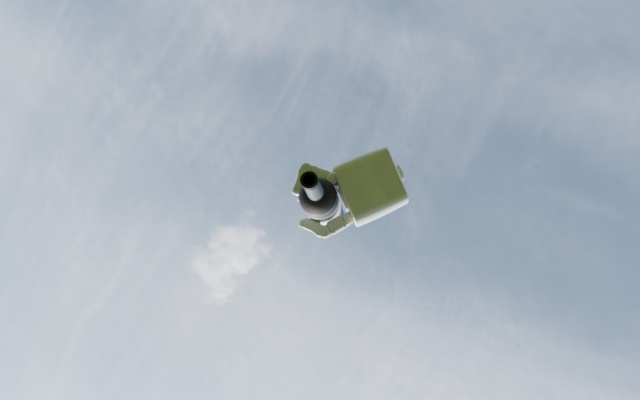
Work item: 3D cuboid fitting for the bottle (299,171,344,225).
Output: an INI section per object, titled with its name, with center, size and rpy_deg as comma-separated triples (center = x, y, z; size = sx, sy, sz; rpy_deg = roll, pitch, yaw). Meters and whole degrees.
[bottle]
center = 0.000, 0.003, 0.851
size = 0.069, 0.069, 0.296
rpy_deg = 0, -13, 7
